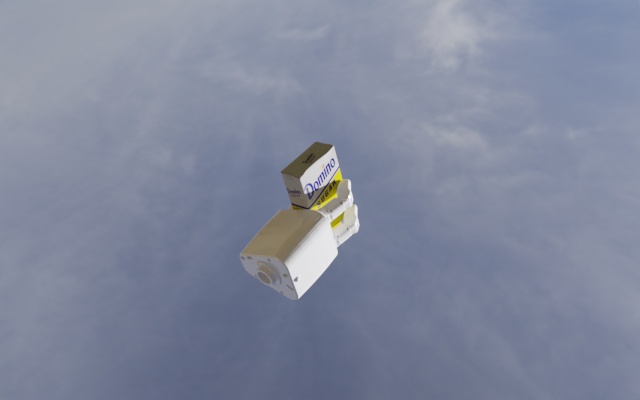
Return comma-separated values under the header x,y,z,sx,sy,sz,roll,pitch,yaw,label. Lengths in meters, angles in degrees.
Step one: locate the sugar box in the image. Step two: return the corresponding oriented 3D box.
x,y,z,sx,sy,sz,roll,pitch,yaw,label
0.000,0.003,0.787,0.048,0.176,0.093,18,48,35,sugar box
